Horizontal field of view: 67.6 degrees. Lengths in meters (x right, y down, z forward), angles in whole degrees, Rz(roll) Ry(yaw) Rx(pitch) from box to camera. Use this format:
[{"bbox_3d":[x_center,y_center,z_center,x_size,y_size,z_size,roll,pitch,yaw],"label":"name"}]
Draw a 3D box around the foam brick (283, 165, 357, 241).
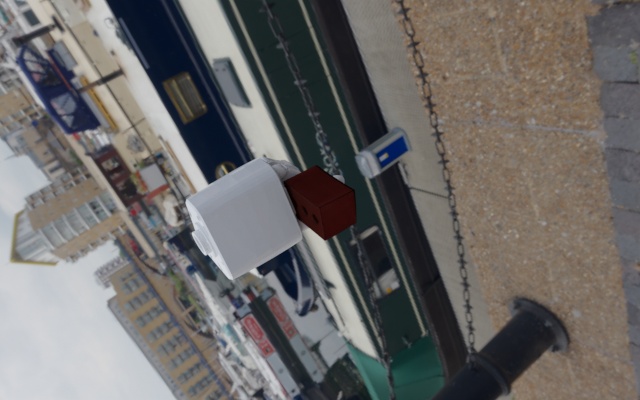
[{"bbox_3d":[0.000,0.002,0.584,0.051,0.053,0.078,-28,41,-25],"label":"foam brick"}]
